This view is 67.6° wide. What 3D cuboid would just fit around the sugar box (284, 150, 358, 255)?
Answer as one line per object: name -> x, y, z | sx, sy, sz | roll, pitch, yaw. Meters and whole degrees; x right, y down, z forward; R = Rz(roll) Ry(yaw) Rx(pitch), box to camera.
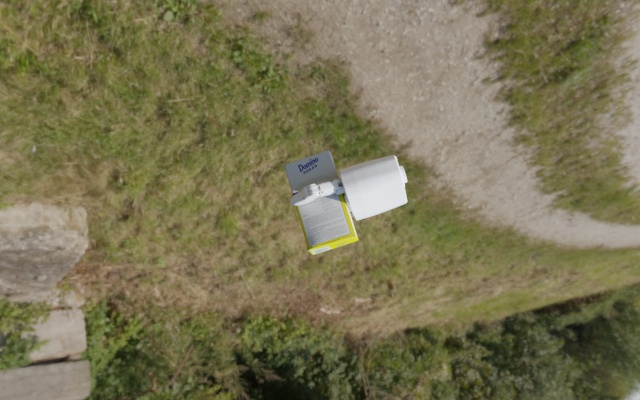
sugar box -> 0.000, 0.003, 0.893 | 0.093, 0.176, 0.048 | -18, -21, 6
